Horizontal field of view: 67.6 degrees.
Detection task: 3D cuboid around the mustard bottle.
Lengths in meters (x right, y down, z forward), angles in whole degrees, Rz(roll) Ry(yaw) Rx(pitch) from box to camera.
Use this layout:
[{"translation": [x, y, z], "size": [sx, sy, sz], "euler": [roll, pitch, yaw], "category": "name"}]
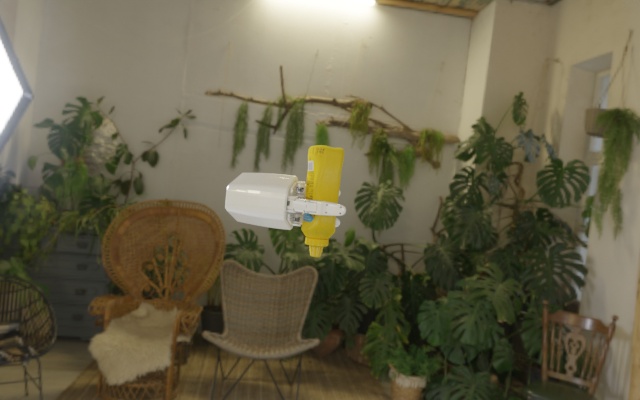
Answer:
[{"translation": [0.000, 0.003, 0.833], "size": [0.058, 0.191, 0.096], "euler": [6, 1, -19], "category": "mustard bottle"}]
